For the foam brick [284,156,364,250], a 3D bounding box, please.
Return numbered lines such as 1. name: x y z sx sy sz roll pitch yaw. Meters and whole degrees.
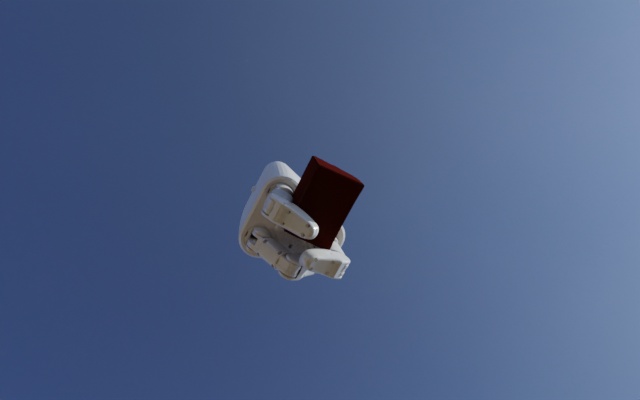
1. foam brick: 0.000 0.001 0.489 0.053 0.078 0.051 26 11 -13
